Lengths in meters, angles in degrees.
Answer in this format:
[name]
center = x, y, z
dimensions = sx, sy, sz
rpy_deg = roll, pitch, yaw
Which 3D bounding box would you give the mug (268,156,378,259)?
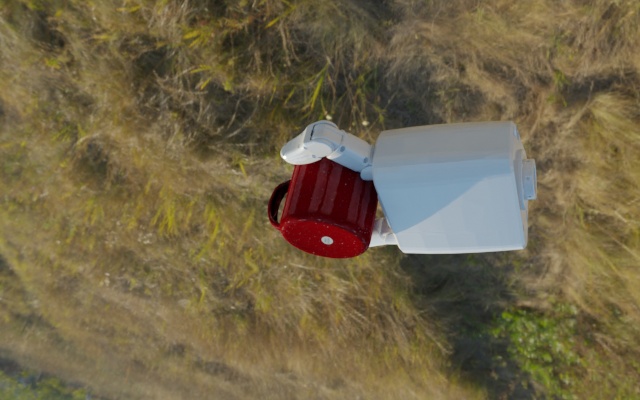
[mug]
center = -0.001, 0.002, 0.439
dimensions = 0.117, 0.081, 0.093
rpy_deg = -4, -33, 29
